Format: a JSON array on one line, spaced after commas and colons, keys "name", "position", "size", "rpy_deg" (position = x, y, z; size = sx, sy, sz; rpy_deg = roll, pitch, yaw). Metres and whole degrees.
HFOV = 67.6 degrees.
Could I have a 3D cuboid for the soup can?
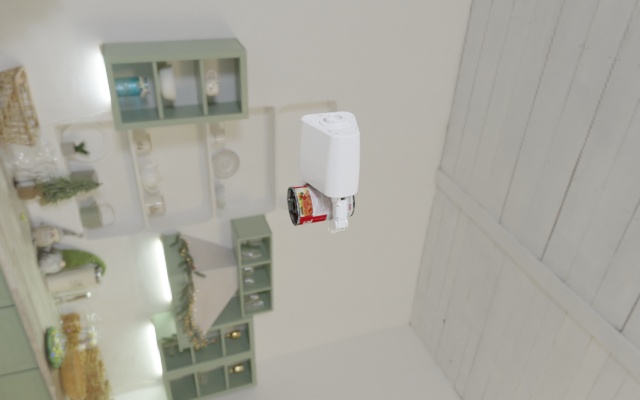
[{"name": "soup can", "position": [0.000, 0.003, 0.822], "size": [0.102, 0.068, 0.068], "rpy_deg": [-9, 3, -18]}]
